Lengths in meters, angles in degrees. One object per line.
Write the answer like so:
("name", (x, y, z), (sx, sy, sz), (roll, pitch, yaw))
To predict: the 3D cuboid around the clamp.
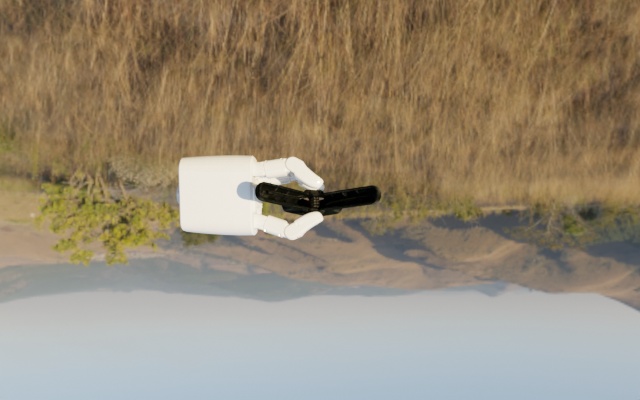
("clamp", (0.000, 0.003, 0.707), (0.164, 0.036, 0.210), (2, -8, 2))
